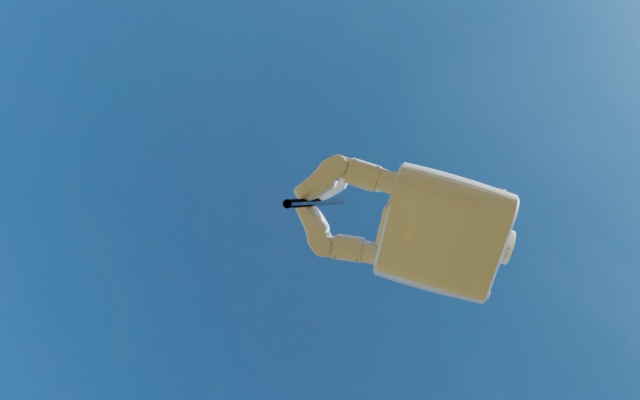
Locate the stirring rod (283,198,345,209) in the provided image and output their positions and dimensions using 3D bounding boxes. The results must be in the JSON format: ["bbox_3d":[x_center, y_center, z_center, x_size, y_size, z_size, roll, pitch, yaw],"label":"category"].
[{"bbox_3d":[0.000,0.002,0.515,0.011,0.011,0.239,0,1,13],"label":"stirring rod"}]
